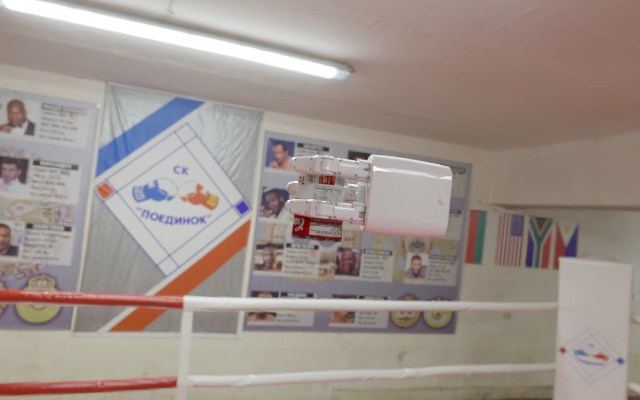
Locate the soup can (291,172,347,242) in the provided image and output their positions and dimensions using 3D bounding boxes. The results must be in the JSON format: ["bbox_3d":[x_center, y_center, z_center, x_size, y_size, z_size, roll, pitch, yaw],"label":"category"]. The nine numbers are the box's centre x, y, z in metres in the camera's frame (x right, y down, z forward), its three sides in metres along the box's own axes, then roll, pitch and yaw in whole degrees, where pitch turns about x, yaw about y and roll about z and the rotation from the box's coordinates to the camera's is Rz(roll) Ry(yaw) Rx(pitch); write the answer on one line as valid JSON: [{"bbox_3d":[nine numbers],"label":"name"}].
[{"bbox_3d":[0.000,0.002,0.641,0.068,0.102,0.068,6,-2,0],"label":"soup can"}]
